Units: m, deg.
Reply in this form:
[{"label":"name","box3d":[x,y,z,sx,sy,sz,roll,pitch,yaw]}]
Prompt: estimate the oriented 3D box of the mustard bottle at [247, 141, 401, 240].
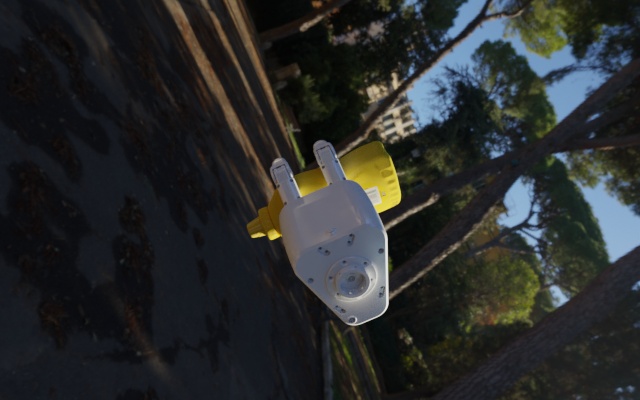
[{"label":"mustard bottle","box3d":[0.000,0.002,0.592,0.191,0.058,0.096,-23,-40,0]}]
